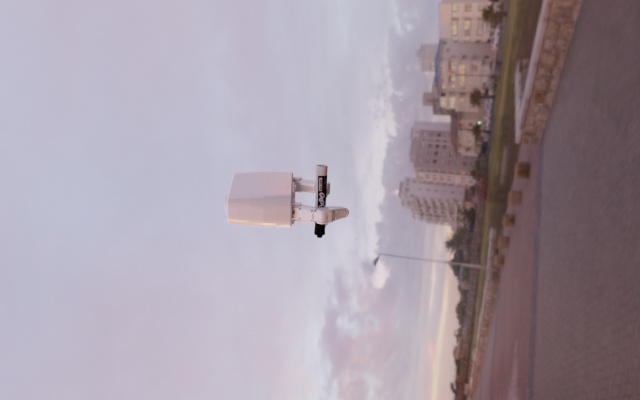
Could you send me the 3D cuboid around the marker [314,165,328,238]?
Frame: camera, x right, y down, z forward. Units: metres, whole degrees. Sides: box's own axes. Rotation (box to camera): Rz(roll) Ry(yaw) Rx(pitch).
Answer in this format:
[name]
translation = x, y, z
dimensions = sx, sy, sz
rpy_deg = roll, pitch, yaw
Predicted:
[marker]
translation = 0.000, 0.003, 0.777
dimensions = 0.020, 0.121, 0.020
rpy_deg = 2, 15, 0
